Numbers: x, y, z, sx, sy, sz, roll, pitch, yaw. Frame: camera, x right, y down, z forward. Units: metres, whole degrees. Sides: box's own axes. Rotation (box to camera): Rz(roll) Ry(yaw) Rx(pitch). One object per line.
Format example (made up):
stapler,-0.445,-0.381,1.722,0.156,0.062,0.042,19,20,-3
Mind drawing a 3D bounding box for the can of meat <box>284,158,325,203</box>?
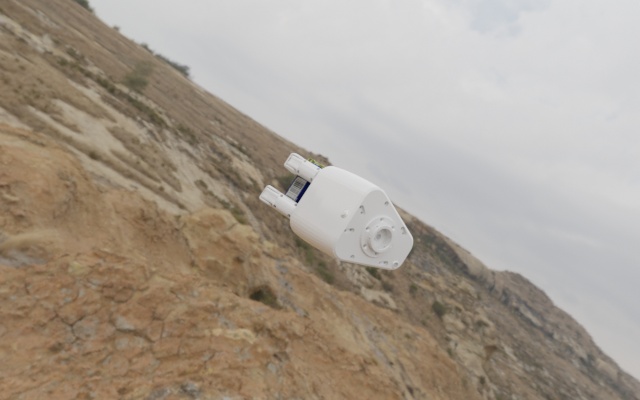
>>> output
can of meat,0.000,0.002,0.671,0.102,0.084,0.057,36,-4,-30
